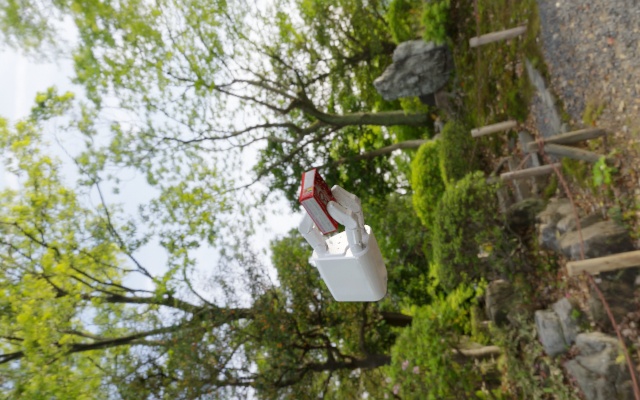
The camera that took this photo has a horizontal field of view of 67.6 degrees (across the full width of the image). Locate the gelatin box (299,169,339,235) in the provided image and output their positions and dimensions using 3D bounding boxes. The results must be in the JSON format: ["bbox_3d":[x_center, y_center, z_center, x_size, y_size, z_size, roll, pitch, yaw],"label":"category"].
[{"bbox_3d":[0.000,0.003,0.805,0.030,0.089,0.073,-20,37,21],"label":"gelatin box"}]
